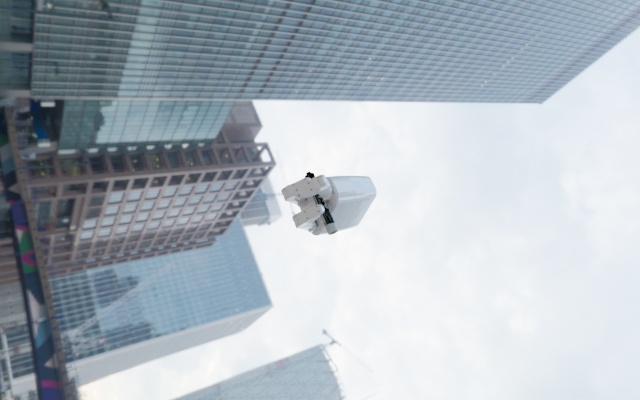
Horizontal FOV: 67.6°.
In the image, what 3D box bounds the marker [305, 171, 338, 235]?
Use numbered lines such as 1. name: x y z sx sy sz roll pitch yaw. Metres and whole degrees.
1. marker: 0.000 0.003 0.835 0.020 0.121 0.020 -20 -19 -7
